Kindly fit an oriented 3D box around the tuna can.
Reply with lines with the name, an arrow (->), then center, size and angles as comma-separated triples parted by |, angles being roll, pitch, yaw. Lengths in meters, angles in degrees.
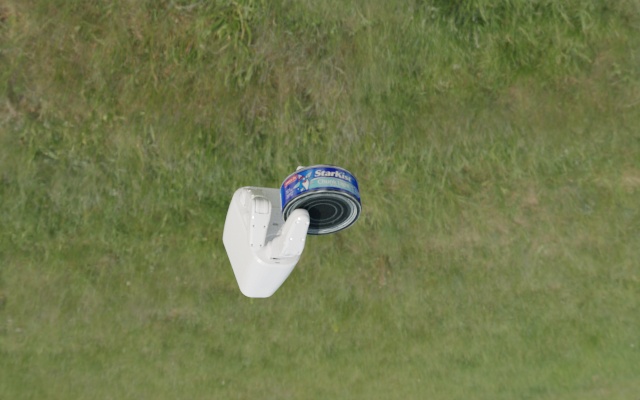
tuna can -> 0.000, 0.002, 0.506 | 0.086, 0.033, 0.086 | -4, -36, -3
